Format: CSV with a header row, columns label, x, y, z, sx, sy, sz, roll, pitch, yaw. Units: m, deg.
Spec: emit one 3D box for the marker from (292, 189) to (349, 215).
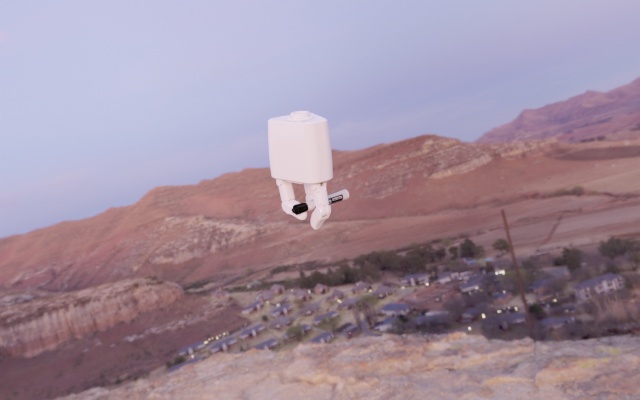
label,x,y,z,sx,sy,sz,roll,pitch,yaw
marker,0.000,0.003,0.860,0.121,0.020,0.020,-17,9,-33
